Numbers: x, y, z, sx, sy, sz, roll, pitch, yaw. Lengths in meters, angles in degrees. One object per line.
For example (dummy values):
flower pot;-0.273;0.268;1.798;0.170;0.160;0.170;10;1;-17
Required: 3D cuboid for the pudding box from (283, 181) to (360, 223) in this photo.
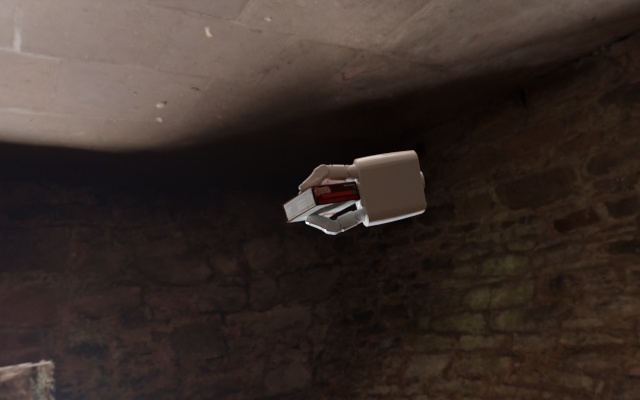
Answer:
pudding box;0.000;0.003;0.817;0.090;0.039;0.113;-6;-15;-32
